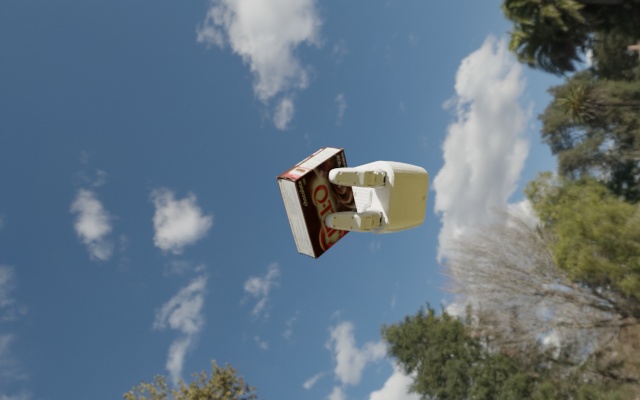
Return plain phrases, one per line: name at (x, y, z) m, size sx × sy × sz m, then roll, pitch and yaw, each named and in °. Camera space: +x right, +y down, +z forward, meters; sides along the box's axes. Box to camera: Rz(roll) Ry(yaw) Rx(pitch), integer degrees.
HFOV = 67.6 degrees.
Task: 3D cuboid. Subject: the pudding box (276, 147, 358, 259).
pudding box at (0.000, 0.002, 0.596) m, size 0.039 × 0.113 × 0.090 m, roll 9°, pitch 35°, yaw 42°
